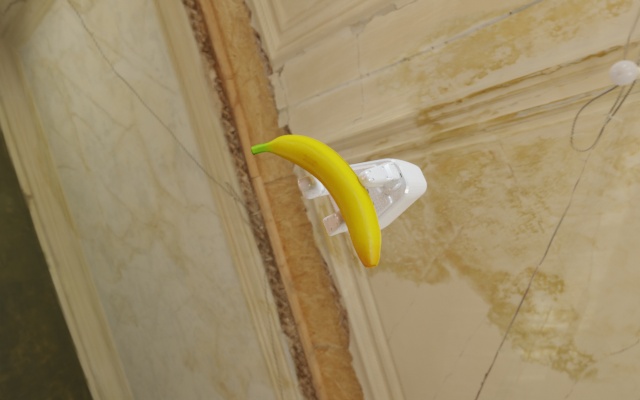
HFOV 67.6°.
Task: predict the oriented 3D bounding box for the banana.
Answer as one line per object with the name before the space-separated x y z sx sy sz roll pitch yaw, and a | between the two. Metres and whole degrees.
banana | 0.011 -0.014 0.540 0.197 0.069 0.037 44 1 16
